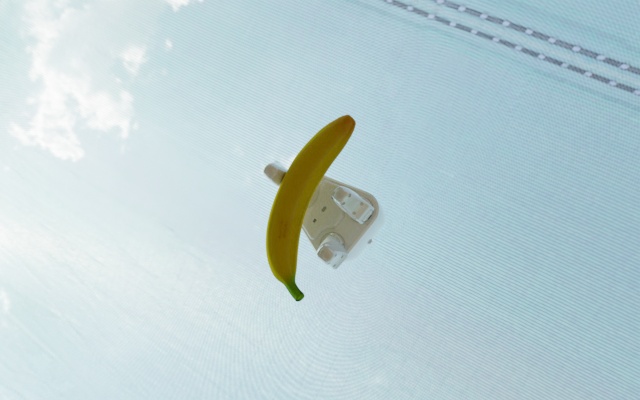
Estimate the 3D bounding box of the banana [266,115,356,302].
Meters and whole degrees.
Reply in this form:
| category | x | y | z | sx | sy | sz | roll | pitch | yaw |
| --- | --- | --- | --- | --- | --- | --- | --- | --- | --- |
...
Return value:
| category | x | y | z | sx | sy | sz | roll | pitch | yaw |
| --- | --- | --- | --- | --- | --- | --- | --- | --- | --- |
| banana | -0.017 | 0.001 | 0.503 | 0.069 | 0.198 | 0.037 | 13 | -6 | 24 |
